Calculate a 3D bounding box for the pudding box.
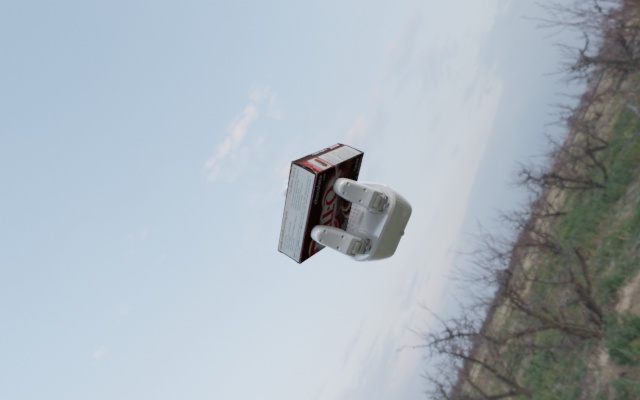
[{"bbox_3d":[0.000,0.002,0.521,0.039,0.113,0.090,24,31,27],"label":"pudding box"}]
